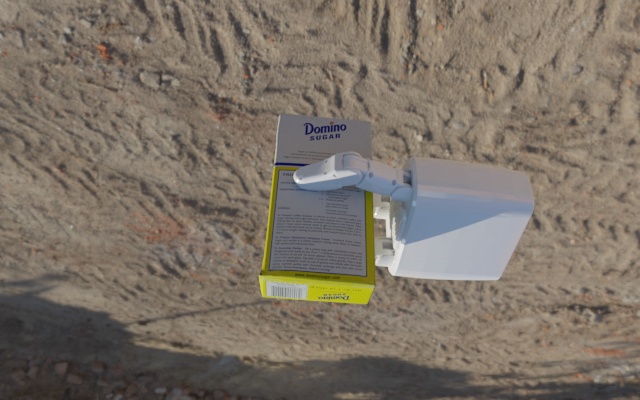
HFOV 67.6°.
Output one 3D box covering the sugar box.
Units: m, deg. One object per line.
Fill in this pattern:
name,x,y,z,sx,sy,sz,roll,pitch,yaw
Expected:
sugar box,0.000,0.002,0.435,0.093,0.176,0.048,5,-36,-3
